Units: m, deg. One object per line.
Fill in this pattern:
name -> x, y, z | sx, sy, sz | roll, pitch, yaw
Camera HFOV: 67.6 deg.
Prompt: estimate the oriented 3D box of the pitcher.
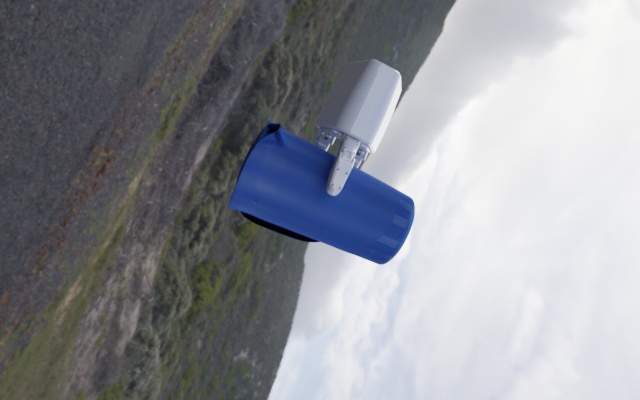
pitcher -> 0.000, 0.002, 0.680 | 0.243, 0.145, 0.149 | 25, 0, -6
